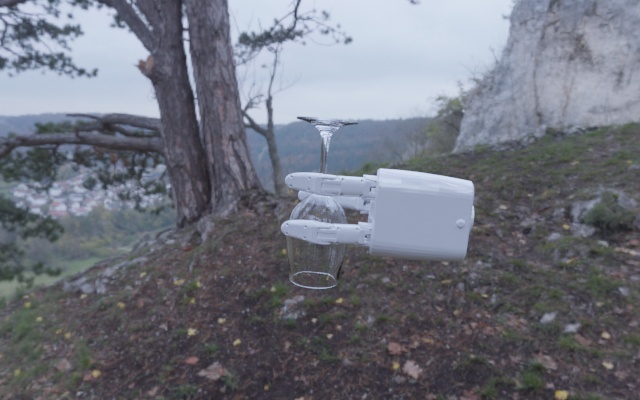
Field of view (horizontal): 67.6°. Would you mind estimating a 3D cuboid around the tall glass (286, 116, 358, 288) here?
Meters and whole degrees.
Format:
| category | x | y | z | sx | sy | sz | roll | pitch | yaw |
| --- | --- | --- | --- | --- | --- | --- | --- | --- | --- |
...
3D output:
| category | x | y | z | sx | sy | sz | roll | pitch | yaw |
| --- | --- | --- | --- | --- | --- | --- | --- | --- | --- |
| tall glass | 0.000 | 0.001 | 0.583 | 0.079 | 0.201 | 0.079 | 5 | 8 | -1 |
